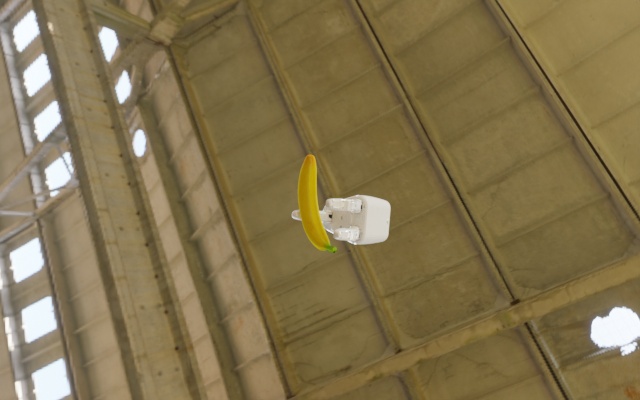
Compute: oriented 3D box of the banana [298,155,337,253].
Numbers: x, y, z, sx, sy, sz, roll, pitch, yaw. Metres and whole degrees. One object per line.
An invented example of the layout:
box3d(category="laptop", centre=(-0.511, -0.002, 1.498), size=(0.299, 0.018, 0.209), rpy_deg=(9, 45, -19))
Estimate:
box3d(category="banana", centre=(-0.012, 0.013, 0.909), size=(0.070, 0.197, 0.037), rpy_deg=(-28, -20, 37))
